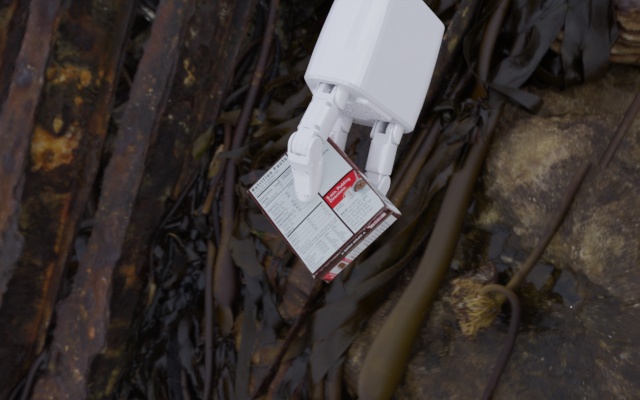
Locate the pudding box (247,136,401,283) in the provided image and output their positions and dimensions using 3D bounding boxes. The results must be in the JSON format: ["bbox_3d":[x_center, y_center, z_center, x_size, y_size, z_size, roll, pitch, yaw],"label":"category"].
[{"bbox_3d":[0.000,0.001,0.426,0.113,0.090,0.039,50,10,28],"label":"pudding box"}]
